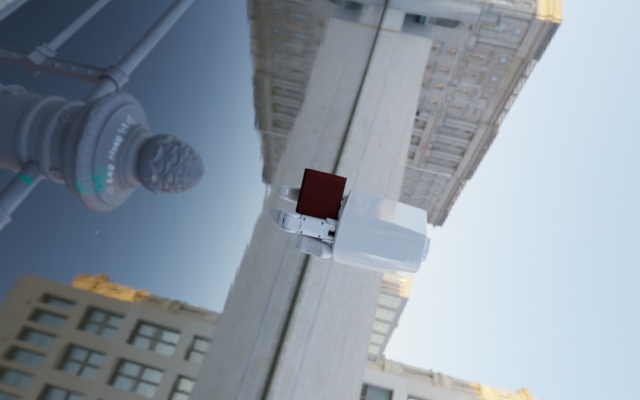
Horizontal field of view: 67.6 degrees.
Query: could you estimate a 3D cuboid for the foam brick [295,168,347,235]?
[{"bbox_3d":[0.000,0.002,0.608,0.051,0.078,0.053,14,6,7],"label":"foam brick"}]
